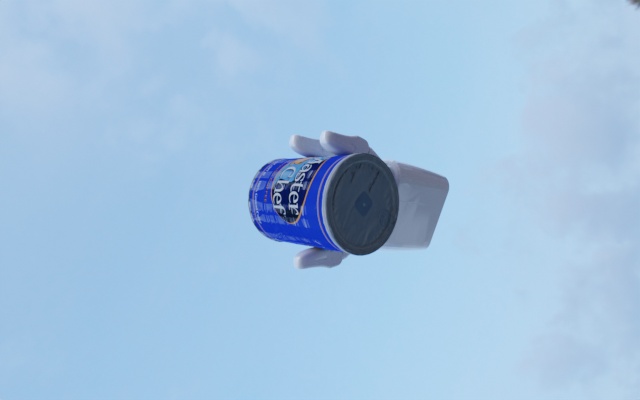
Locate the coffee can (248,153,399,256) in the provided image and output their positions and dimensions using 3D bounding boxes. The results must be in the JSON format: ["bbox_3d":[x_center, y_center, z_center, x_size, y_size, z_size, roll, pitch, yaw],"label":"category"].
[{"bbox_3d":[0.000,0.002,0.527,0.103,0.103,0.140,0,2,-40],"label":"coffee can"}]
